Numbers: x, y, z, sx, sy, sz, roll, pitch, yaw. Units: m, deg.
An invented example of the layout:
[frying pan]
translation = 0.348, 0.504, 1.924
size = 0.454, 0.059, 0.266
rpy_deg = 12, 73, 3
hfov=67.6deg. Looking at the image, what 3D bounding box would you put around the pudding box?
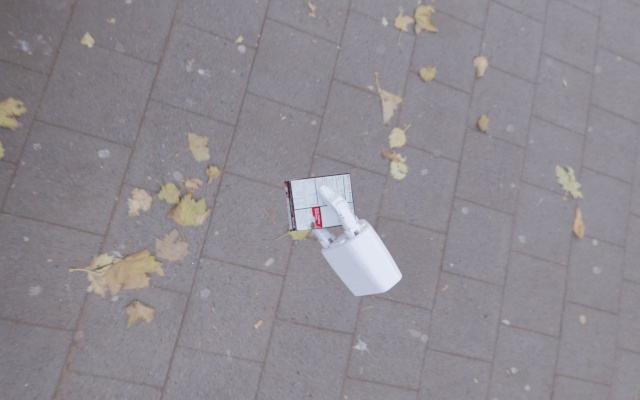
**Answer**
[pudding box]
translation = 0.000, 0.003, 0.812
size = 0.113, 0.090, 0.039
rpy_deg = -7, 0, -19
